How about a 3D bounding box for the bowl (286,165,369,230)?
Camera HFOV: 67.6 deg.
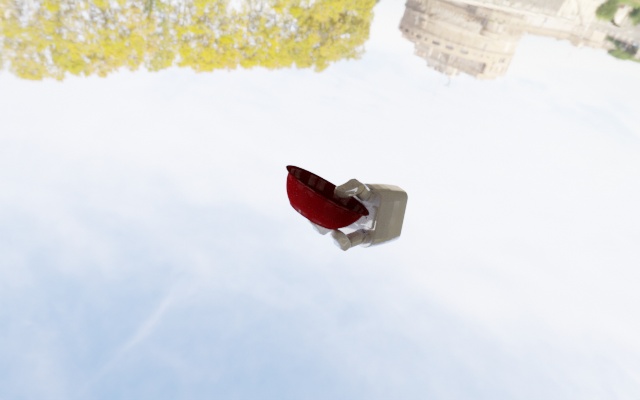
[{"bbox_3d":[-0.001,0.003,0.808,0.162,0.055,0.162,29,11,-6],"label":"bowl"}]
